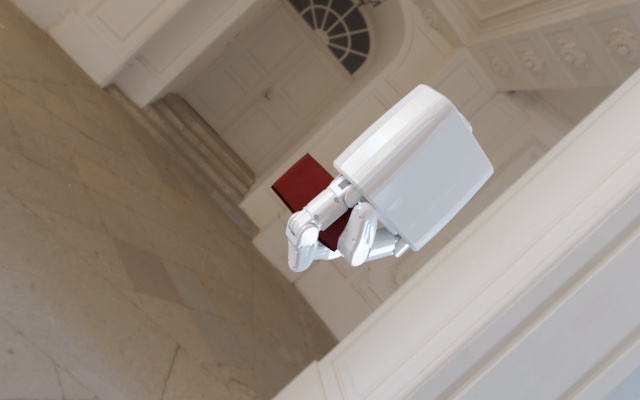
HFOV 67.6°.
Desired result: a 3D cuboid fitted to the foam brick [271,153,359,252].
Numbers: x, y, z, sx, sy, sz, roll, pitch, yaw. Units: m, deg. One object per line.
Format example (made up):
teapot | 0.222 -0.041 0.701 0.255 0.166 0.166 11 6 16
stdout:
foam brick | 0.000 0.001 0.466 0.078 0.051 0.053 47 3 40
